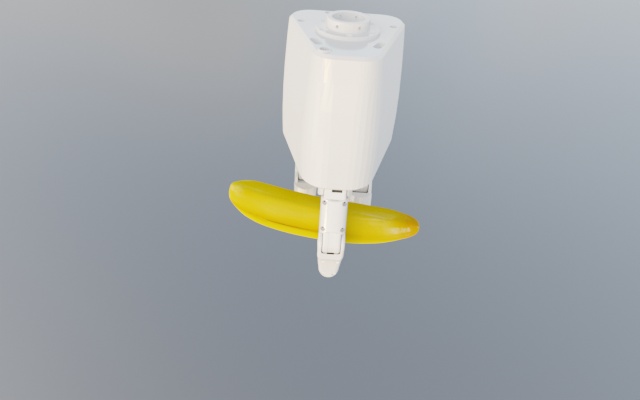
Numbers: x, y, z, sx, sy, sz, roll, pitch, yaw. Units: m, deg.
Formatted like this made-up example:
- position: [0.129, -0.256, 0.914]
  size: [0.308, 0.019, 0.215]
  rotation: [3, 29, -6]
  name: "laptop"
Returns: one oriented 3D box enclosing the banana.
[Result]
- position: [-0.011, 0.008, 0.441]
  size: [0.198, 0.037, 0.069]
  rotation: [15, 27, 21]
  name: "banana"
